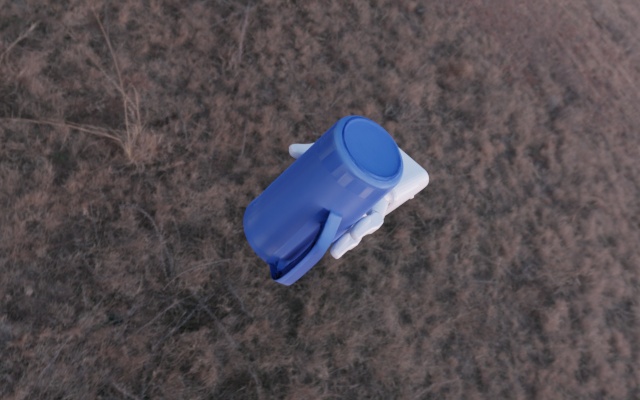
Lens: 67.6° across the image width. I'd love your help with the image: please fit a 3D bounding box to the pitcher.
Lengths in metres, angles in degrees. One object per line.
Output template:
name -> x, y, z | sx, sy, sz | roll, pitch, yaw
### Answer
pitcher -> 0.000, 0.002, 0.661 | 0.145, 0.149, 0.243 | -22, -15, -43
